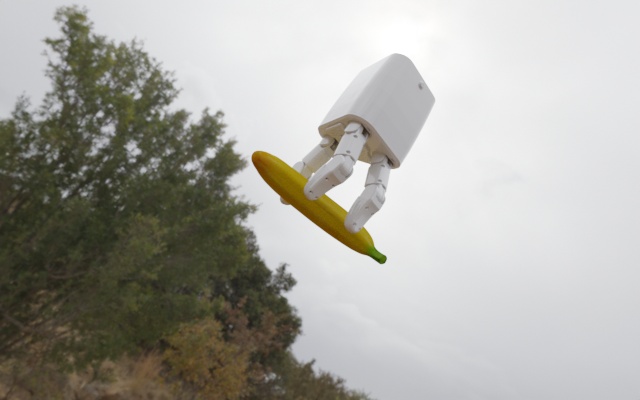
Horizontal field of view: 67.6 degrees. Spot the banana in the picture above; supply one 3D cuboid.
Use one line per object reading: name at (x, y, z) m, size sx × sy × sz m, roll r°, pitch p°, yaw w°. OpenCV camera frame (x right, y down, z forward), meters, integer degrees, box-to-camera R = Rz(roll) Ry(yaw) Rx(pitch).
banana at (-0.003, 0.005, 0.569) m, size 0.198 × 0.037 × 0.069 m, roll 38°, pitch -13°, yaw -11°
